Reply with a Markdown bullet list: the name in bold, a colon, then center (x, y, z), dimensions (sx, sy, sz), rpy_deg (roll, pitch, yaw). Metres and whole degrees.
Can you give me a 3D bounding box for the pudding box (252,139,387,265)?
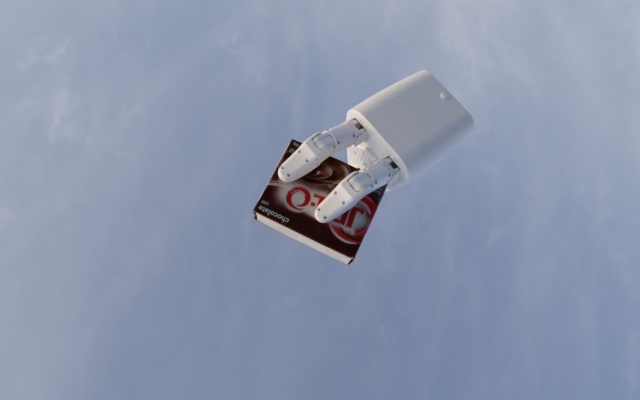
- **pudding box**: center (0.000, 0.002, 0.492), dimensions (0.113, 0.090, 0.039), rpy_deg (24, -21, 5)
